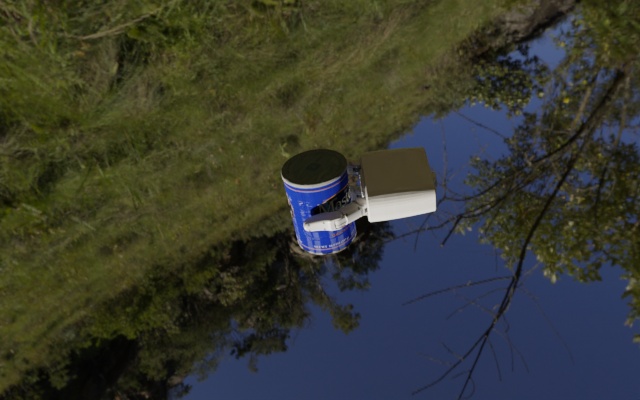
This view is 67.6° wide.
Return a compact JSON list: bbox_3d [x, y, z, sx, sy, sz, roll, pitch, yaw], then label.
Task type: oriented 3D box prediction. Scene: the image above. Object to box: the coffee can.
[{"bbox_3d":[0.000,0.002,0.773,0.103,0.140,0.102,-7,36,5],"label":"coffee can"}]
